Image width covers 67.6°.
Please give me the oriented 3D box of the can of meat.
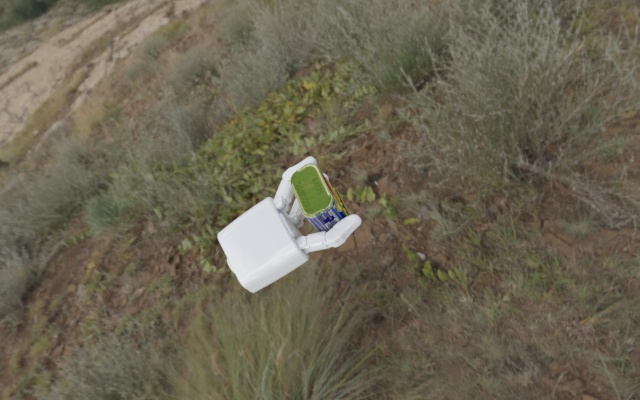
[{"bbox_3d":[0.000,0.002,0.750,0.057,0.102,0.084,-31,-38,7],"label":"can of meat"}]
